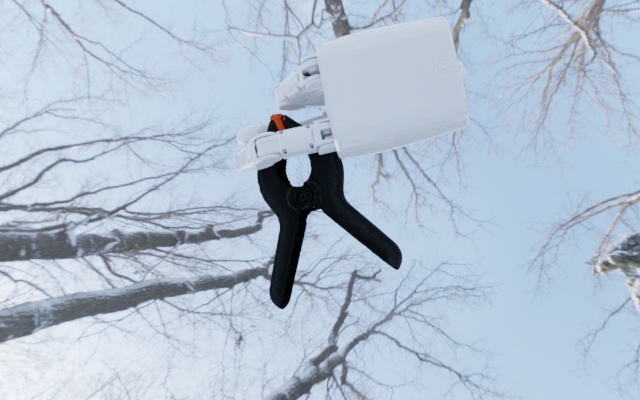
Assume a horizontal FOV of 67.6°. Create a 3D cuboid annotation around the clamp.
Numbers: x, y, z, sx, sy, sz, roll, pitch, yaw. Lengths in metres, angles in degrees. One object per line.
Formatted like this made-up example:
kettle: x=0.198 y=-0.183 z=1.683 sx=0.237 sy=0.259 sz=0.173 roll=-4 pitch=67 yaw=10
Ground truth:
clamp: x=0.000 y=0.001 z=0.420 sx=0.120 sy=0.171 sz=0.039 roll=-12 pitch=-7 yaw=8
